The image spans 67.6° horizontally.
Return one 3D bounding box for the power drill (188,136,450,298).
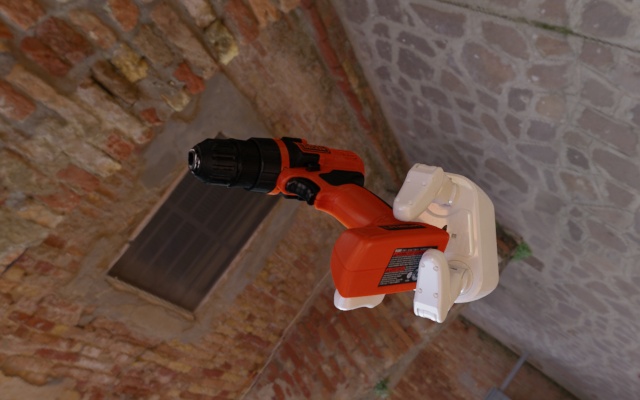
[{"bbox_3d":[0.000,0.002,0.405,0.184,0.057,0.187,0,32,-37],"label":"power drill"}]
